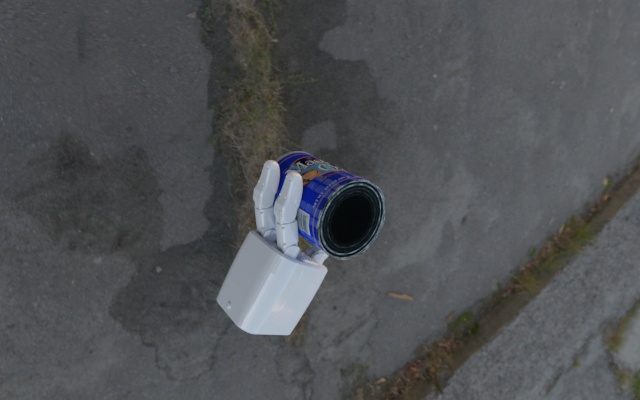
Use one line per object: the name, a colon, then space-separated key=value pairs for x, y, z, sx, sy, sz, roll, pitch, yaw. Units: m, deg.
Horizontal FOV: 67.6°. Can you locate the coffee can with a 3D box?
coffee can: x=0.000 y=0.002 z=0.620 sx=0.103 sy=0.103 sz=0.140 roll=0 pitch=18 yaw=-36
